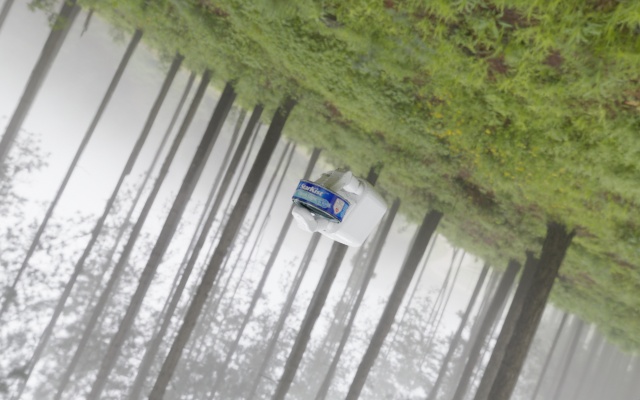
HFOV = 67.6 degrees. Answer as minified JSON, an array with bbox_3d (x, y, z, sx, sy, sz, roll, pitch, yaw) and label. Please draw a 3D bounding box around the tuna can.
[{"bbox_3d":[0.000,0.003,0.721,0.086,0.033,0.086,26,-9,4],"label":"tuna can"}]
